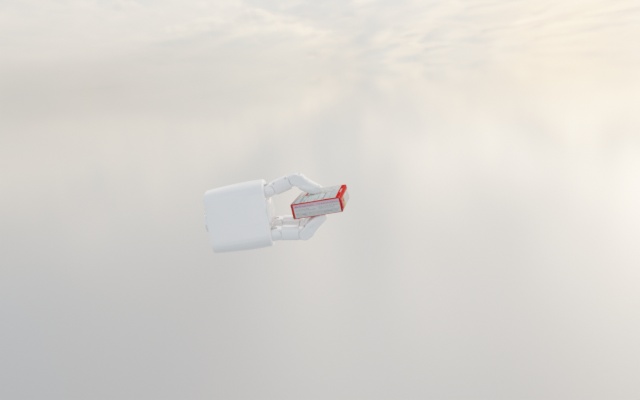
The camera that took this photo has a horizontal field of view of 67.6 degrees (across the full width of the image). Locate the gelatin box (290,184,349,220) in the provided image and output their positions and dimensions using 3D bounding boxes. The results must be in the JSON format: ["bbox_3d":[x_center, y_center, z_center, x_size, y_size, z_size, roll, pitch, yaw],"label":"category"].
[{"bbox_3d":[0.000,0.002,0.822,0.089,0.030,0.073,-10,16,15],"label":"gelatin box"}]
